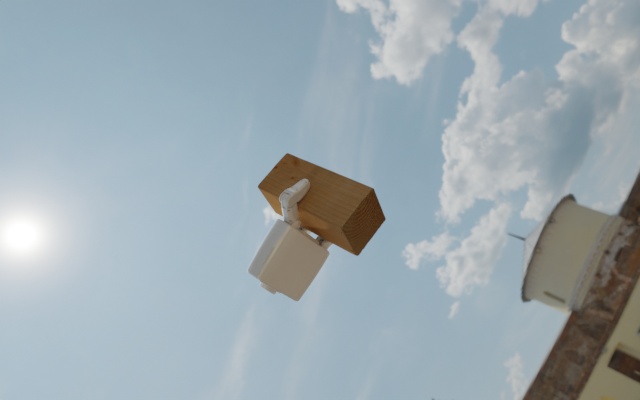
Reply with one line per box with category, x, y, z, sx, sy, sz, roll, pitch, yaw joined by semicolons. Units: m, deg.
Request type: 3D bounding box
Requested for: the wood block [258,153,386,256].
wood block;0.000;0.003;0.846;0.206;0.090;0.091;25;-23;37
